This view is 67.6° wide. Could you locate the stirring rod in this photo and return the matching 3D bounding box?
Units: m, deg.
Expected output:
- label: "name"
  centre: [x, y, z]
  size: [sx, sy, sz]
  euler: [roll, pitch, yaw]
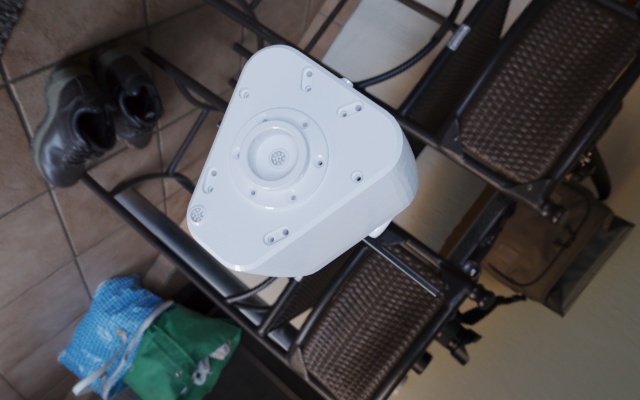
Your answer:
- label: "stirring rod"
  centre: [0.000, 0.001, 0.404]
  size: [0.239, 0.011, 0.011]
  euler: [38, 11, 15]
